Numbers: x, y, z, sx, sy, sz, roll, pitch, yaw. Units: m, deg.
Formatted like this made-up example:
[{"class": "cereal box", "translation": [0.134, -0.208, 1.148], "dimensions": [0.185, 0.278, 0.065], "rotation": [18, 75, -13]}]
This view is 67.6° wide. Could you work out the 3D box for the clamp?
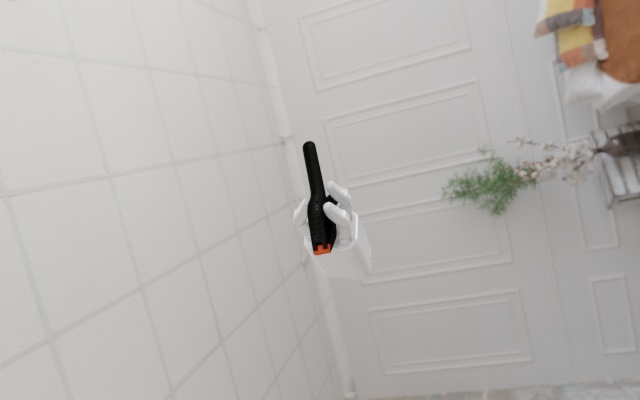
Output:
[{"class": "clamp", "translation": [-0.001, 0.004, 0.879], "dimensions": [0.036, 0.209, 0.165], "rotation": [-14, -48, 19]}]
